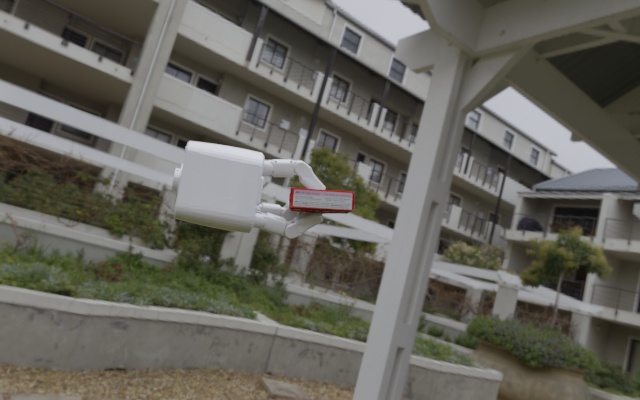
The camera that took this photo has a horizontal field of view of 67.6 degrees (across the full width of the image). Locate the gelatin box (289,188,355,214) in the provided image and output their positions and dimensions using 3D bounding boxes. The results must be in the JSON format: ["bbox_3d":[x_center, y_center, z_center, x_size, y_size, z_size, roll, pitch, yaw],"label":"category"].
[{"bbox_3d":[0.000,0.002,0.679,0.089,0.030,0.073,3,-5,-3],"label":"gelatin box"}]
